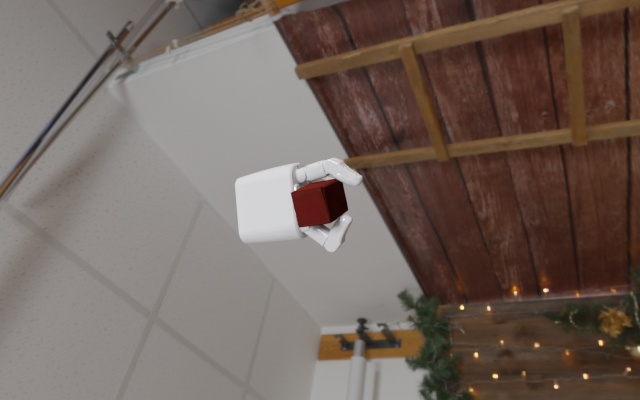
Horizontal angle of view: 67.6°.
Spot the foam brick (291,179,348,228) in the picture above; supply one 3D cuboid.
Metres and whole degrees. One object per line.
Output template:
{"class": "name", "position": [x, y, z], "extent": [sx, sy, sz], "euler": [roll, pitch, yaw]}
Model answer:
{"class": "foam brick", "position": [0.000, 0.002, 0.685], "extent": [0.051, 0.053, 0.078], "euler": [-9, 8, 24]}
